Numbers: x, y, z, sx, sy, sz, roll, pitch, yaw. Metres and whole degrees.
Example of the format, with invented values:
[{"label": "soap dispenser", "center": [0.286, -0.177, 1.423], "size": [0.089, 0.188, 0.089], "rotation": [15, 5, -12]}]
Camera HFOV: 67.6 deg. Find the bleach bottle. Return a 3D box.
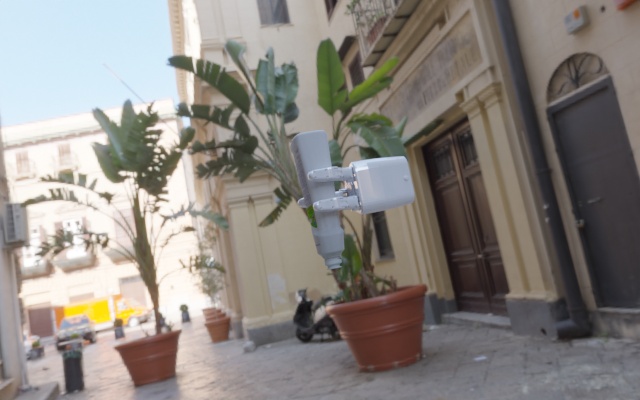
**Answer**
[{"label": "bleach bottle", "center": [0.000, 0.003, 0.892], "size": [0.068, 0.251, 0.102], "rotation": [-10, -7, -10]}]
